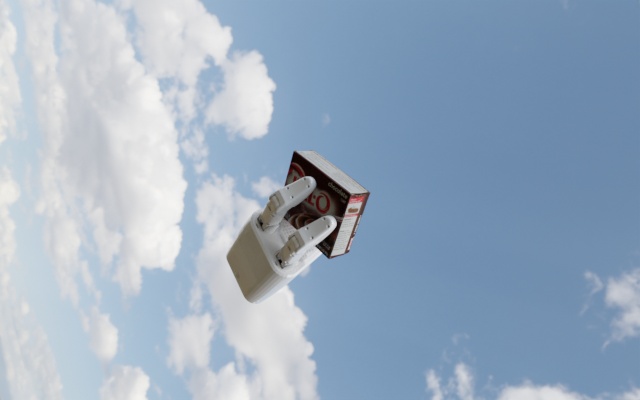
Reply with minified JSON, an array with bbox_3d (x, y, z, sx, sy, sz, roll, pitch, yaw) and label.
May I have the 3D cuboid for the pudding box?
[{"bbox_3d":[0.000,0.002,0.583,0.039,0.090,0.113,-11,37,-43],"label":"pudding box"}]
